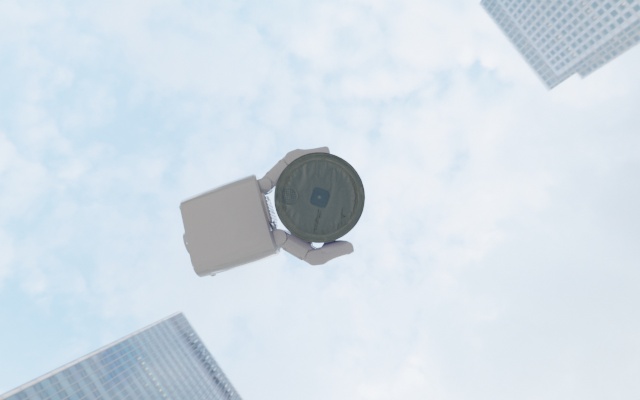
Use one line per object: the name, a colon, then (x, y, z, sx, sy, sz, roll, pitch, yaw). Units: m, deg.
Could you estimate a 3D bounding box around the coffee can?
coffee can: (0.000, 0.002, 0.603, 0.103, 0.103, 0.140, 0, -5, 1)
